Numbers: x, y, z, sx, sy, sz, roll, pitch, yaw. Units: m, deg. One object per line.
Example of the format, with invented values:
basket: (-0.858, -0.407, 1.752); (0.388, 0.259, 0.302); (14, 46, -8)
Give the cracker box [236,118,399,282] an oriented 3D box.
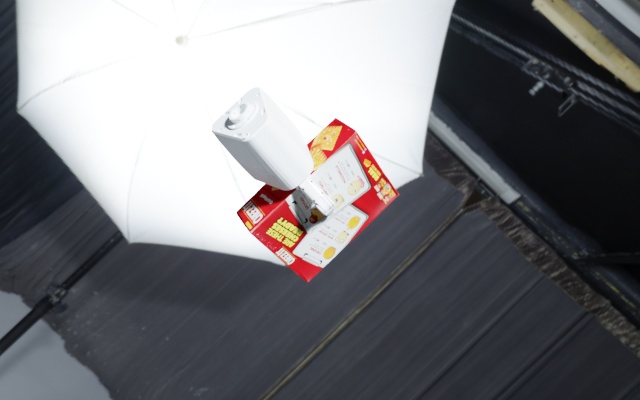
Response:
cracker box: (0.000, 0.002, 0.757); (0.164, 0.213, 0.072); (49, -3, -42)
